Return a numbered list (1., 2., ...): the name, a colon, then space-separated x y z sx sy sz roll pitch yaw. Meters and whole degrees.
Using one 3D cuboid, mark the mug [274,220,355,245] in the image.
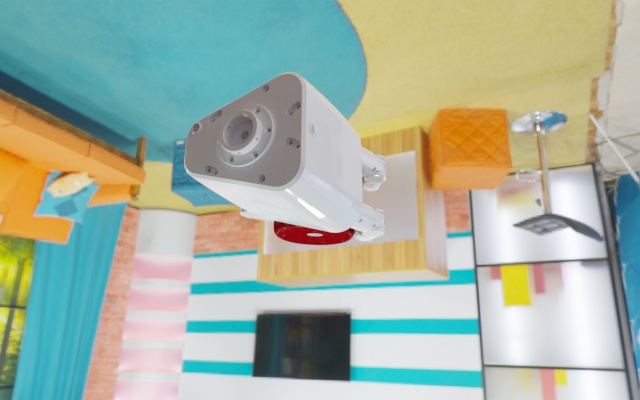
1. mug: 0.001 0.002 0.498 0.093 0.081 0.117 -7 -20 26
